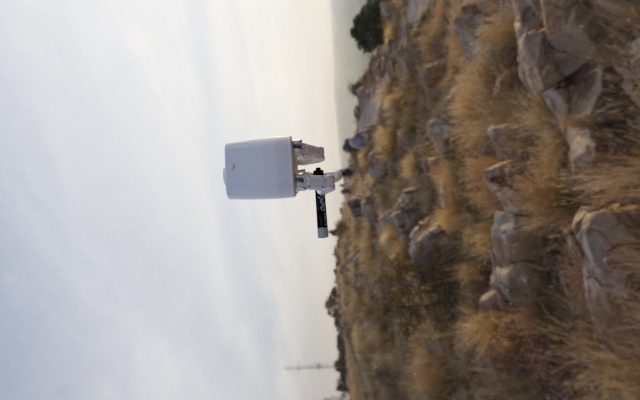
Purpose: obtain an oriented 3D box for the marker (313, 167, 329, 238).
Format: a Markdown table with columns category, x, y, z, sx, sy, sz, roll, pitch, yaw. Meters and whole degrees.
| category | x | y | z | sx | sy | sz | roll | pitch | yaw |
| --- | --- | --- | --- | --- | --- | --- | --- | --- | --- |
| marker | 0.000 | 0.003 | 0.802 | 0.020 | 0.121 | 0.020 | -4 | -13 | -1 |
